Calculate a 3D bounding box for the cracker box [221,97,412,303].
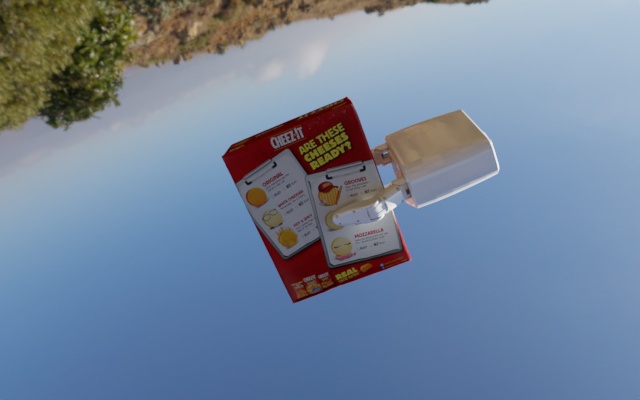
[{"bbox_3d":[0.000,0.002,0.599,0.164,0.214,0.072,-21,19,6],"label":"cracker box"}]
